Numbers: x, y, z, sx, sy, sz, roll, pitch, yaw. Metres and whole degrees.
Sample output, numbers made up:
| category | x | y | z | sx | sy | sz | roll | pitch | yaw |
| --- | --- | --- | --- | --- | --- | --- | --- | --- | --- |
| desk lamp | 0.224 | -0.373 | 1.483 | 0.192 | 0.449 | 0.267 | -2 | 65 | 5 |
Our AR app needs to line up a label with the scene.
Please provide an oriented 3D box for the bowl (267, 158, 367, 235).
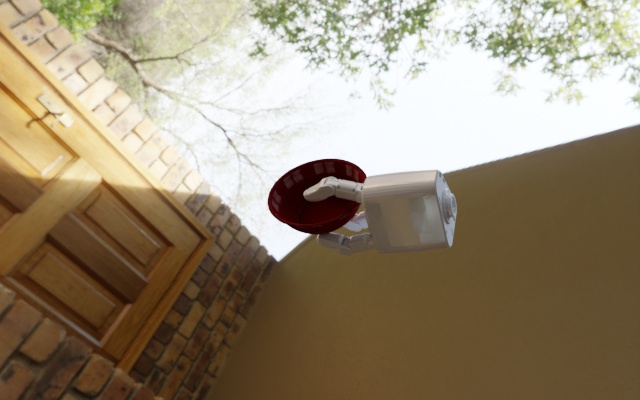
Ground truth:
| category | x | y | z | sx | sy | sz | roll | pitch | yaw |
| --- | --- | --- | --- | --- | --- | --- | --- | --- | --- |
| bowl | -0.001 | 0.003 | 0.759 | 0.162 | 0.055 | 0.162 | -9 | 41 | 8 |
